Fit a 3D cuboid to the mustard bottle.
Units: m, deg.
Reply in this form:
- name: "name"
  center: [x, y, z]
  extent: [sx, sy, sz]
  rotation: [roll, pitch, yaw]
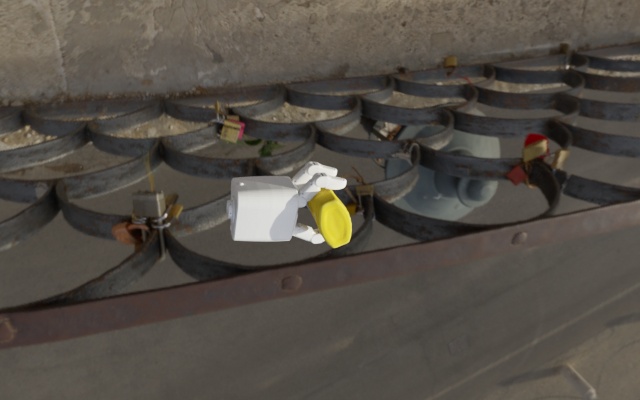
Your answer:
- name: "mustard bottle"
  center: [0.001, 0.003, 0.898]
  extent: [0.058, 0.096, 0.191]
  rotation: [-23, 30, -6]
